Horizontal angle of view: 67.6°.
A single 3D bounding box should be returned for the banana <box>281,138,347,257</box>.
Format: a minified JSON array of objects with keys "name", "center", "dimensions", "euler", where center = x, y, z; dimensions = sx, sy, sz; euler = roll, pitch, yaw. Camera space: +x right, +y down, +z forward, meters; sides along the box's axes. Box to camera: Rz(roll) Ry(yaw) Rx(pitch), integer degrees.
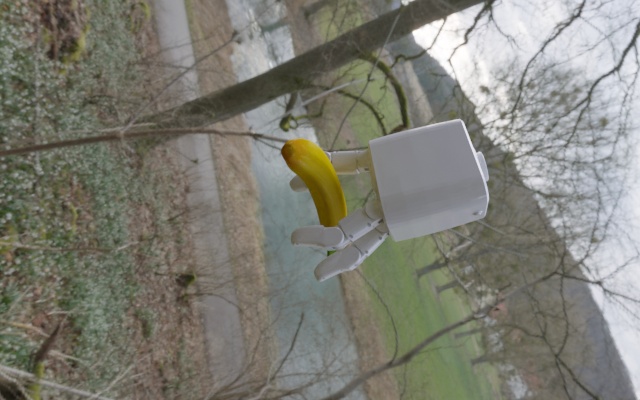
[{"name":"banana","center":[0.001,-0.011,0.518],"dimensions":[0.037,0.069,0.198],"euler":[-10,-40,11]}]
